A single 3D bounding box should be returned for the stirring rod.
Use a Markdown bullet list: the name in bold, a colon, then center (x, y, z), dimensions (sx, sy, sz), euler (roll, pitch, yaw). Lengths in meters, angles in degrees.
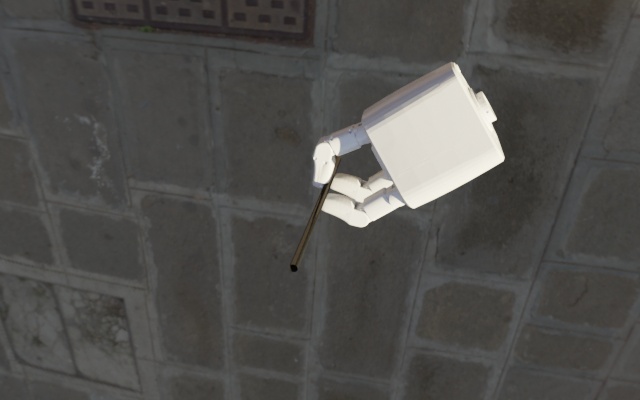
- **stirring rod**: center (0.000, 0.002, 0.513), dimensions (0.011, 0.011, 0.239), euler (0, 28, 13)
